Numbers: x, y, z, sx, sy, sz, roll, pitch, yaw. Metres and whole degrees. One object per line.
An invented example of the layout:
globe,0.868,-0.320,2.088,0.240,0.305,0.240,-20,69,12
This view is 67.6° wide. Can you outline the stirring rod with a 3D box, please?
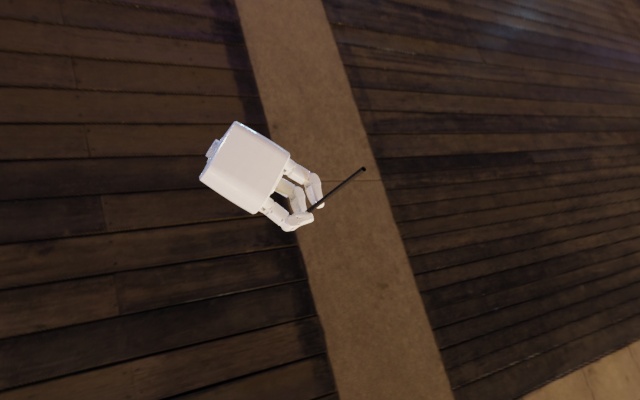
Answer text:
stirring rod,0.000,0.003,0.780,0.011,0.011,0.240,0,-24,-34
